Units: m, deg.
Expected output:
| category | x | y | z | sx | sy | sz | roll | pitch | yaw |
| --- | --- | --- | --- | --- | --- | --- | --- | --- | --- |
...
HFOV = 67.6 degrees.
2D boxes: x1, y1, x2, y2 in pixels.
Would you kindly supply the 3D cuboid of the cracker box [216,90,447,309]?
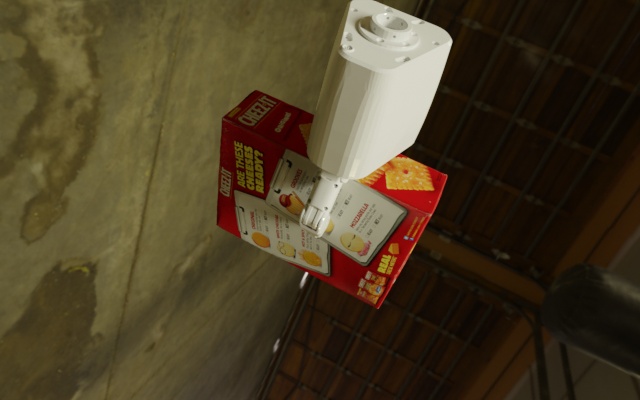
| category | x | y | z | sx | sy | sz | roll | pitch | yaw |
| --- | --- | --- | --- | --- | --- | --- | --- | --- | --- |
| cracker box | 0.000 | 0.002 | 0.507 | 0.213 | 0.164 | 0.072 | 26 | 47 | 10 |
